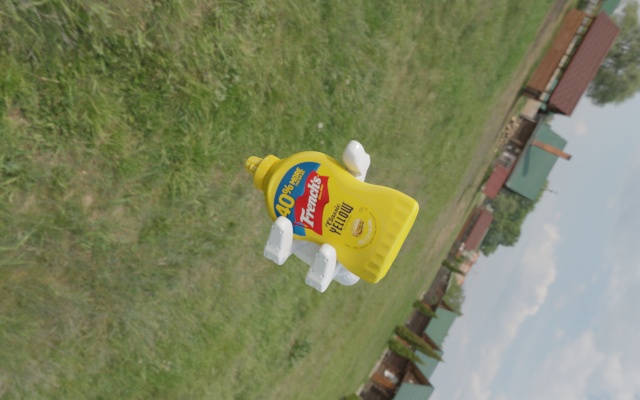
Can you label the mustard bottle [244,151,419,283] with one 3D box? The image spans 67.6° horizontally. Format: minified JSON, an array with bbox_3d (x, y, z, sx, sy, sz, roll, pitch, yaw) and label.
[{"bbox_3d":[0.000,0.002,0.512,0.191,0.096,0.058,29,12,16],"label":"mustard bottle"}]
